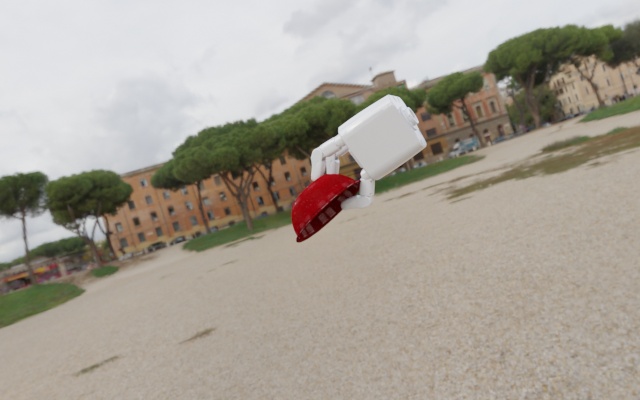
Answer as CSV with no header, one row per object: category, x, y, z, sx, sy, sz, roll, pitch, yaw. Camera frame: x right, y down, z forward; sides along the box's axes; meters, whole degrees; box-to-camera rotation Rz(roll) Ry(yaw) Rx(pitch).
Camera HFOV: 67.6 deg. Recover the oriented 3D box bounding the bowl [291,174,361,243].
bowl,-0.001,0.003,0.866,0.162,0.055,0.162,-42,-11,-10
